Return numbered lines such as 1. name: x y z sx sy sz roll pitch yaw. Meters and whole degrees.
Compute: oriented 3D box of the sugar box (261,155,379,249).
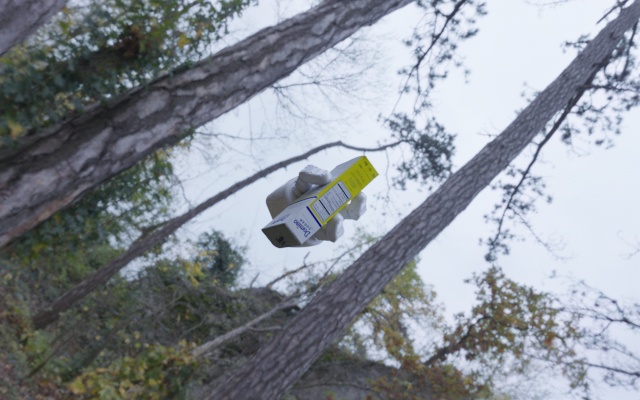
1. sugar box: 0.000 0.003 0.723 0.176 0.048 0.093 -43 13 -26
